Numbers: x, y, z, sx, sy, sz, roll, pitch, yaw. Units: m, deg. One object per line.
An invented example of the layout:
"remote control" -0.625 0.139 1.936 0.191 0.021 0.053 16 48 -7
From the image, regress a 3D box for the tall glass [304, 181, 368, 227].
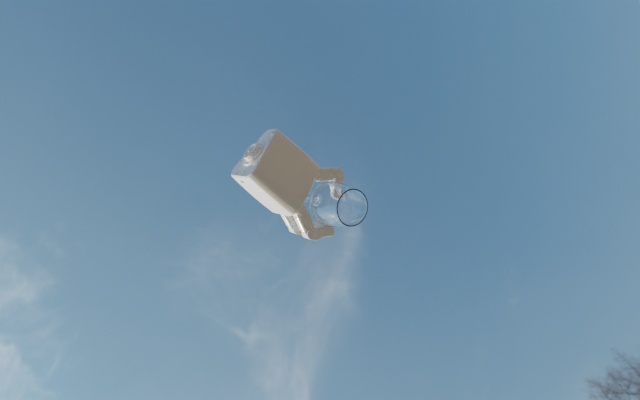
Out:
"tall glass" 0.000 0.003 0.849 0.079 0.079 0.201 0 5 -32
